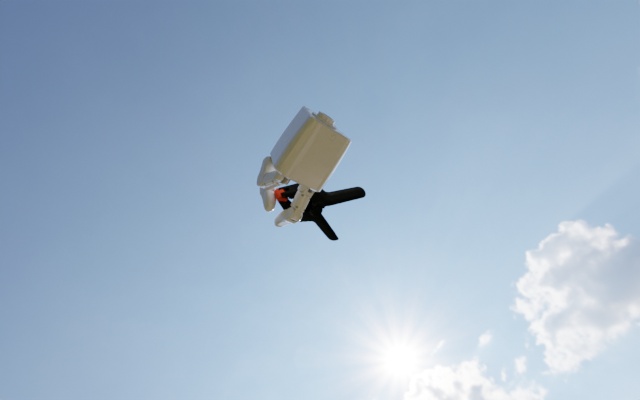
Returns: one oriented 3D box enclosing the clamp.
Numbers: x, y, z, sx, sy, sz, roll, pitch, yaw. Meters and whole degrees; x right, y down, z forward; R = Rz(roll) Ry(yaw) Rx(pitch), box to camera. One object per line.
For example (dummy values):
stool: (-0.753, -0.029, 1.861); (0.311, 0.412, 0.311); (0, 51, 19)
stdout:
clamp: (0.000, 0.003, 0.870); (0.171, 0.120, 0.039); (25, 14, -37)
